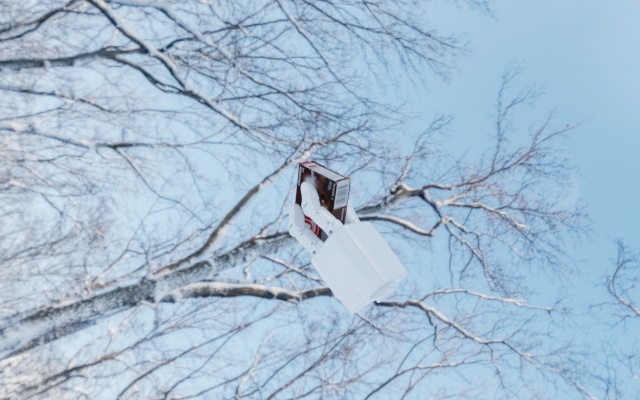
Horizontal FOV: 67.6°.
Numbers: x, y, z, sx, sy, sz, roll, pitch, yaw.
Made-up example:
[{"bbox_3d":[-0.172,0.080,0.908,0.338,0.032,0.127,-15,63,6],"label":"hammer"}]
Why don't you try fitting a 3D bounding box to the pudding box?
[{"bbox_3d":[0.000,0.003,0.778,0.039,0.113,0.090,-14,32,-43],"label":"pudding box"}]
